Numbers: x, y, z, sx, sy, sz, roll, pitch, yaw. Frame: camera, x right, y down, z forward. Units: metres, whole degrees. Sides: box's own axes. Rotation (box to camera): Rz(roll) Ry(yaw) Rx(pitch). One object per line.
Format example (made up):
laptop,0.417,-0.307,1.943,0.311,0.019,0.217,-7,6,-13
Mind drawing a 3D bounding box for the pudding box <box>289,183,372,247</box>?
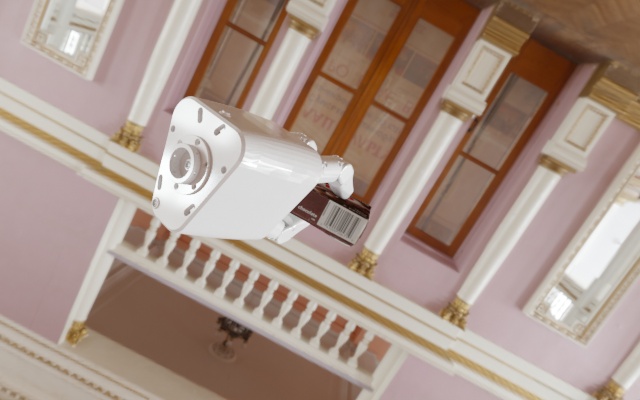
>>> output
pudding box,0.000,0.002,0.537,0.113,0.039,0.090,31,12,2
